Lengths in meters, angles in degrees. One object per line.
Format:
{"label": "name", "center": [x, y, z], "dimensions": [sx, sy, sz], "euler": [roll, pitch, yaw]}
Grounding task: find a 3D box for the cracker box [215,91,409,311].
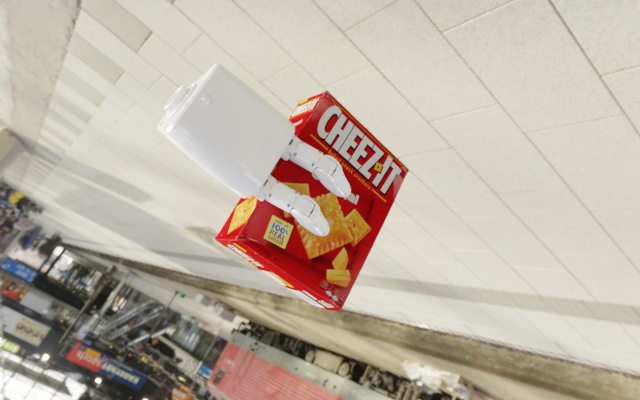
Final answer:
{"label": "cracker box", "center": [0.000, 0.002, 0.585], "dimensions": [0.164, 0.213, 0.072], "euler": [40, -23, -26]}
